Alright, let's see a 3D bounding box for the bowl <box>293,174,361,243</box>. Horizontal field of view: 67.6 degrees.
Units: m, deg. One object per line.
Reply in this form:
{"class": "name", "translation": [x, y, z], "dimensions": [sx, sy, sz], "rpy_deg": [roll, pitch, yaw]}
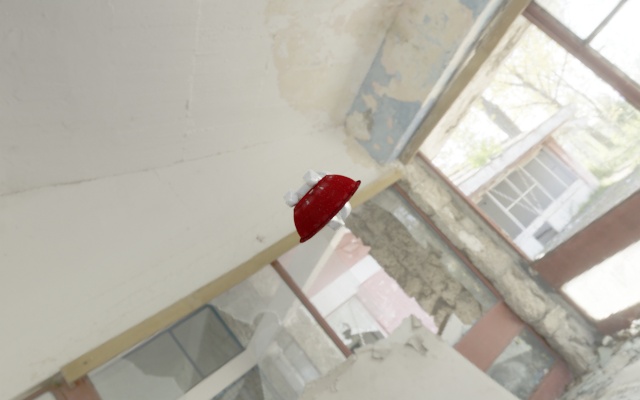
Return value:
{"class": "bowl", "translation": [0.000, 0.003, 0.884], "dimensions": [0.055, 0.162, 0.162], "rpy_deg": [44, -6, -6]}
